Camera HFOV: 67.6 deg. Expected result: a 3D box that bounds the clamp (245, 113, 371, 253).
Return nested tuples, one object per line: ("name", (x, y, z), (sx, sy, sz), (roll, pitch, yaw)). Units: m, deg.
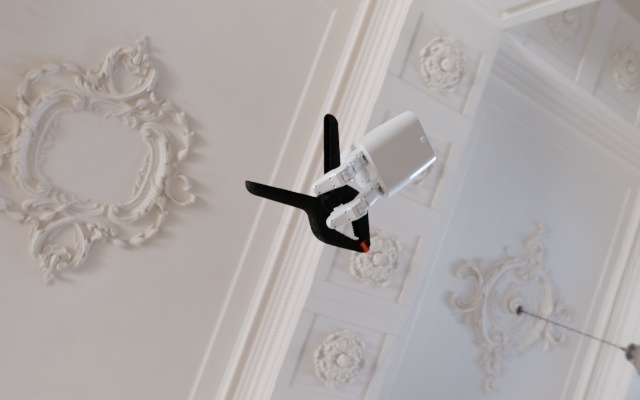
("clamp", (0.000, 0.003, 0.702), (0.164, 0.210, 0.036), (-34, 18, -14))
